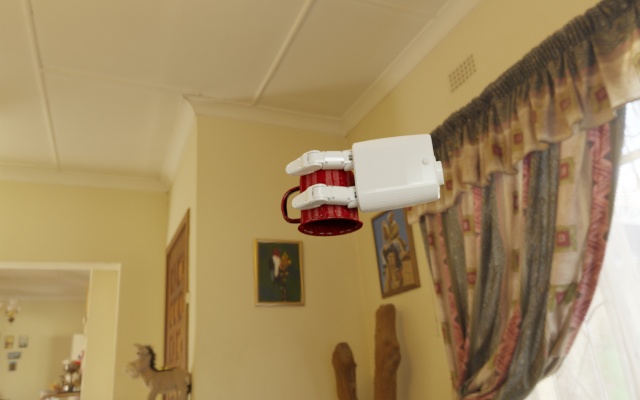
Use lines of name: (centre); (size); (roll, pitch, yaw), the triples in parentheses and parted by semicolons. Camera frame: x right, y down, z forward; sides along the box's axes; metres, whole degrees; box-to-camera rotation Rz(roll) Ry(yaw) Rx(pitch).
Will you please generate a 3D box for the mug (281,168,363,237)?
mug: (-0.001, 0.002, 0.691); (0.117, 0.081, 0.093); (-8, -20, 11)
